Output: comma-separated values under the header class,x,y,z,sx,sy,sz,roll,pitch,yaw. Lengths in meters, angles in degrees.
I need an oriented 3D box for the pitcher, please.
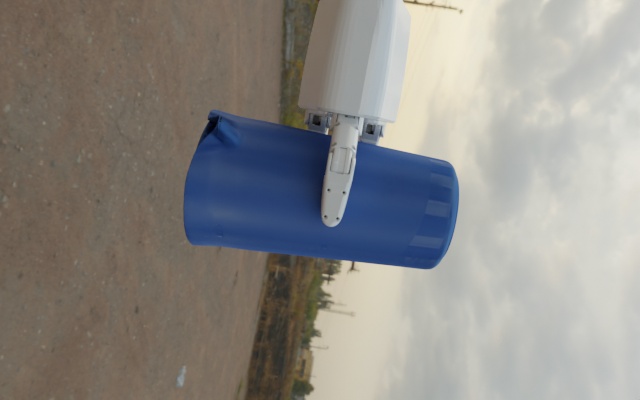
class,x,y,z,sx,sy,sz,roll,pitch,yaw
pitcher,0.000,0.001,0.474,0.243,0.145,0.149,10,9,0
